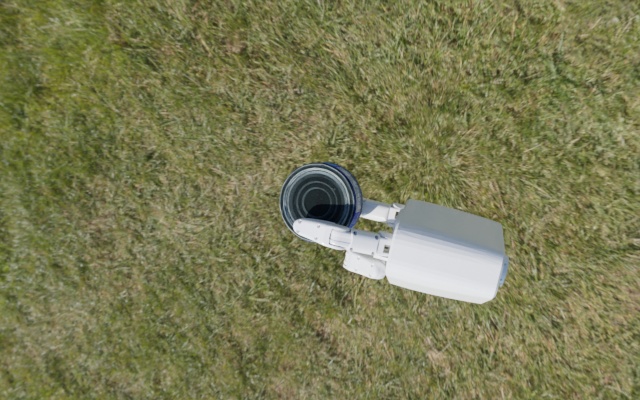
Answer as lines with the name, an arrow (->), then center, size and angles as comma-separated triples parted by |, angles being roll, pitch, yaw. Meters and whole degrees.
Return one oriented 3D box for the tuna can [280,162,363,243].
tuna can -> 0.000, 0.002, 0.511 | 0.086, 0.086, 0.034 | 0, 4, 18
